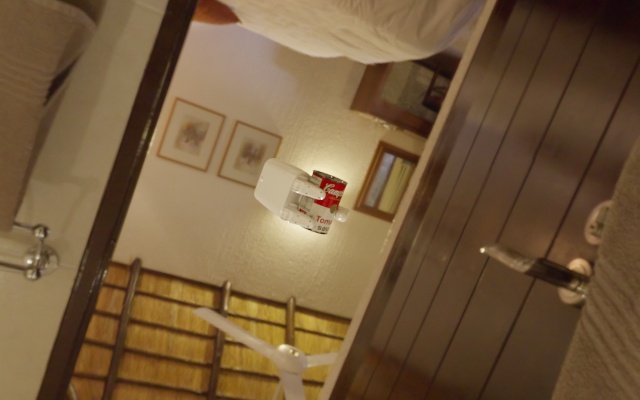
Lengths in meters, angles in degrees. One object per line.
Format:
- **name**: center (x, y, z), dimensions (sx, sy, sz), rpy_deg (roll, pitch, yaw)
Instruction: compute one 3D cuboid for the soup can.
- **soup can**: center (0.000, 0.003, 0.872), dimensions (0.068, 0.102, 0.068), rpy_deg (21, 8, -3)
